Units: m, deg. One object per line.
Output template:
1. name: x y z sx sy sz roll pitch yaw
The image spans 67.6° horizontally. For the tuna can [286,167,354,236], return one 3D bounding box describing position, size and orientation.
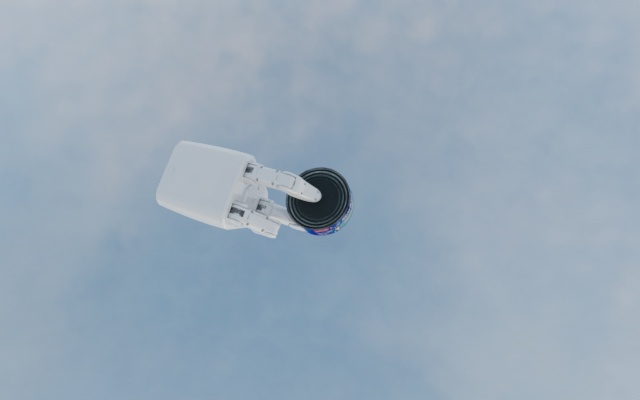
1. tuna can: 0.000 0.002 0.626 0.086 0.086 0.034 0 -20 15
